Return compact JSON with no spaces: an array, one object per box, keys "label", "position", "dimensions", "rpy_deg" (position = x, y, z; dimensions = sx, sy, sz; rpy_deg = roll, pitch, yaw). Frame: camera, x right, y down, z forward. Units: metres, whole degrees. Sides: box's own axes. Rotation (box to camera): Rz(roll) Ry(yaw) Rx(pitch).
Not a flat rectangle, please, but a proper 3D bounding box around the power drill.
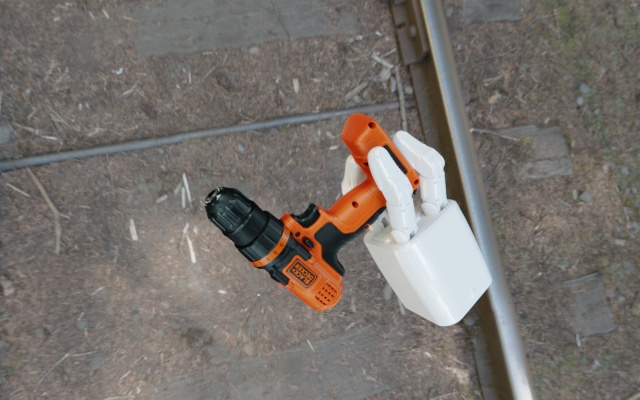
[{"label":"power drill","position":[0.001,0.001,0.494],"dimensions":[0.184,0.187,0.057],"rpy_deg":[46,-5,-30]}]
